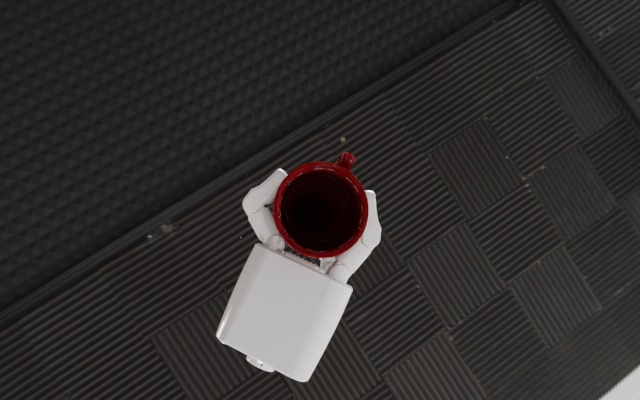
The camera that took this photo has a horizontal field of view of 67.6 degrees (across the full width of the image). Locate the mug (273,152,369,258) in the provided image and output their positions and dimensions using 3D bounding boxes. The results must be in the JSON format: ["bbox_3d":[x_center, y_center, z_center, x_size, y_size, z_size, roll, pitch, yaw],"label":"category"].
[{"bbox_3d":[0.001,0.000,0.497,0.093,0.117,0.081,28,-9,-6],"label":"mug"}]
